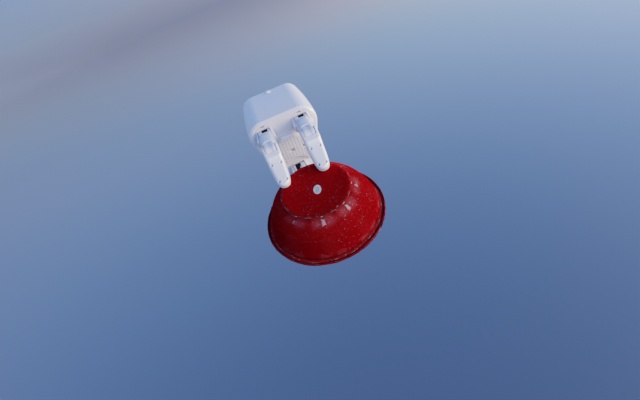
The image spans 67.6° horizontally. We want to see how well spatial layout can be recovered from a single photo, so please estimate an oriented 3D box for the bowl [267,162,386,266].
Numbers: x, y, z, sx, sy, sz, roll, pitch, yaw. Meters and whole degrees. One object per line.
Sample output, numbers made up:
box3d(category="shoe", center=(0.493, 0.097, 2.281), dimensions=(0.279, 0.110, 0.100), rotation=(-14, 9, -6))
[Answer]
box3d(category="bowl", center=(0.001, 0.002, 0.615), dimensions=(0.162, 0.162, 0.055), rotation=(0, -38, 18))
